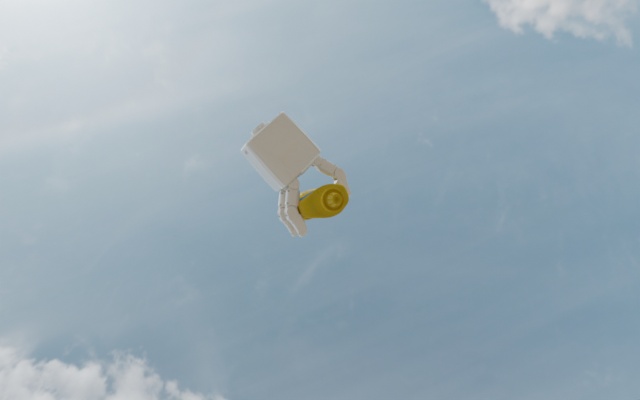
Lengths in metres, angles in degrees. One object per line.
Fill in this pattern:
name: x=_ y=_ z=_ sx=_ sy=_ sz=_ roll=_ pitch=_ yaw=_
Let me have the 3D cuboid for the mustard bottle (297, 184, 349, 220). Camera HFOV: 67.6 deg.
mustard bottle: x=0.000 y=0.003 z=0.888 sx=0.096 sy=0.058 sz=0.191 roll=-20 pitch=2 yaw=-17
